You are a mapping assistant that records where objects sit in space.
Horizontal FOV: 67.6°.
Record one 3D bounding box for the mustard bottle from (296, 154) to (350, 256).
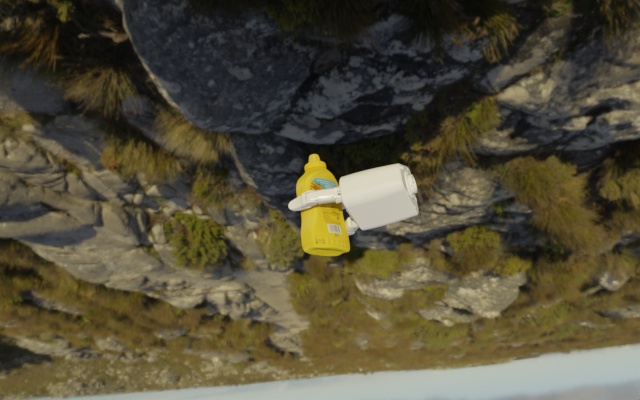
[{"bbox_3d":[0.000,0.003,0.877,0.096,0.191,0.058,12,-28,-42],"label":"mustard bottle"}]
